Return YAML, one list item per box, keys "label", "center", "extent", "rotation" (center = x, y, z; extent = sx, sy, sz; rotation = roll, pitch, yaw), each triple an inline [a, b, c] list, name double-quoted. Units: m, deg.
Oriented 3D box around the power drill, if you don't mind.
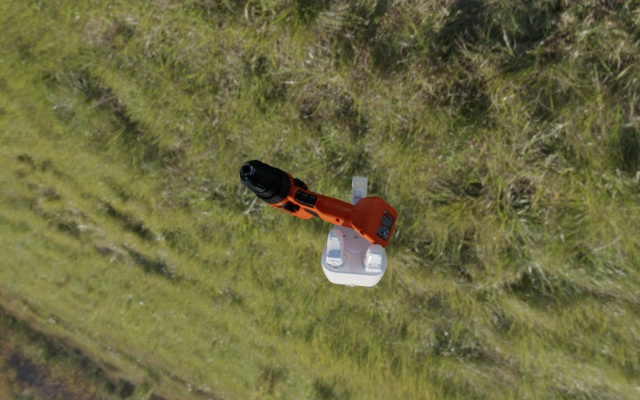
- label: "power drill"
  center: [0.001, 0.002, 0.656]
  extent: [0.187, 0.057, 0.184]
  rotation: [19, -5, 29]
